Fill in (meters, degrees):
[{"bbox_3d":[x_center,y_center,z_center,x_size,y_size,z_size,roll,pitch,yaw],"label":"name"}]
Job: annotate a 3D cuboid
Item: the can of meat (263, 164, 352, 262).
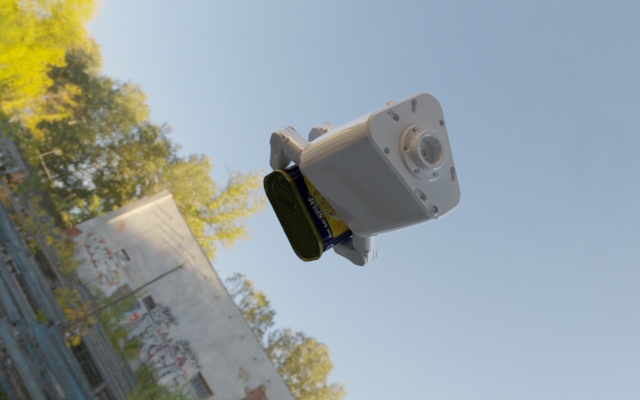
[{"bbox_3d":[0.000,0.002,0.517,0.084,0.102,0.057,-27,2,-32],"label":"can of meat"}]
